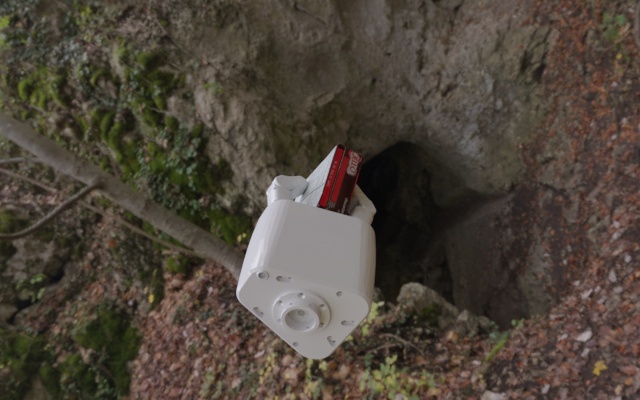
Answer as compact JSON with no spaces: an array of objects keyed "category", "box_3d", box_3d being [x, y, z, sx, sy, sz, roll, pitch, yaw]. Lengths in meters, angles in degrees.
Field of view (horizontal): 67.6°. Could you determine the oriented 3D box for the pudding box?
[{"category":"pudding box","box_3d":[0.000,0.002,0.539,0.039,0.090,0.113,28,-33,-14]}]
